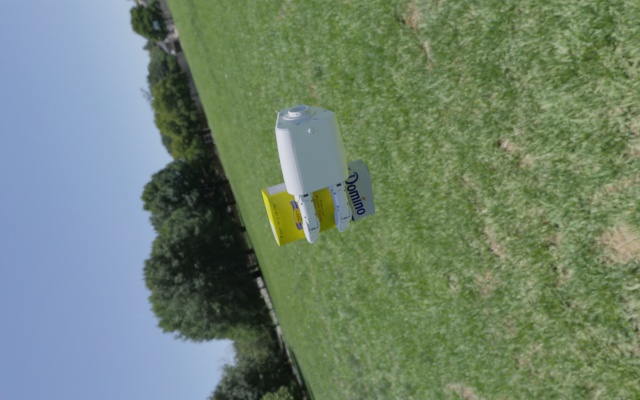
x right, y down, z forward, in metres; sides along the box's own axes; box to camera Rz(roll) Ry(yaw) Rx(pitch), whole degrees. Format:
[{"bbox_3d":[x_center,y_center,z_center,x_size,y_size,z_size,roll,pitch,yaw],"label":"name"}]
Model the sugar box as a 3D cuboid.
[{"bbox_3d":[0.000,0.003,0.789,0.176,0.093,0.048,-18,28,-12],"label":"sugar box"}]
